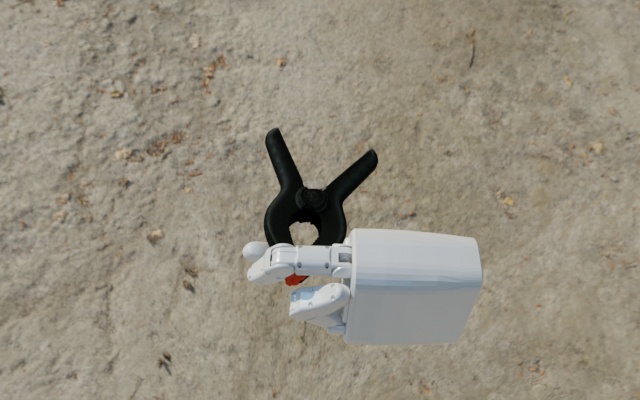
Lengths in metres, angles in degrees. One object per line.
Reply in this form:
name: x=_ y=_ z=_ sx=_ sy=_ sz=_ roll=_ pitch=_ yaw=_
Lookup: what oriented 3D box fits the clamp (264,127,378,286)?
clamp: x=0.000 y=0.001 z=0.469 sx=0.120 sy=0.171 sz=0.039 roll=2 pitch=-30 yaw=-1
